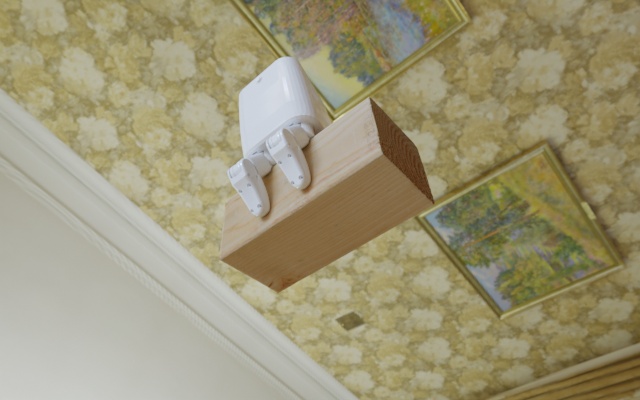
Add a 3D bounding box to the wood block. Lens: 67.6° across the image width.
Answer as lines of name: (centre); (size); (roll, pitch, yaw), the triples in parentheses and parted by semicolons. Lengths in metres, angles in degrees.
wood block: (0.000, 0.002, 0.500); (0.206, 0.090, 0.091); (-33, -51, 26)
